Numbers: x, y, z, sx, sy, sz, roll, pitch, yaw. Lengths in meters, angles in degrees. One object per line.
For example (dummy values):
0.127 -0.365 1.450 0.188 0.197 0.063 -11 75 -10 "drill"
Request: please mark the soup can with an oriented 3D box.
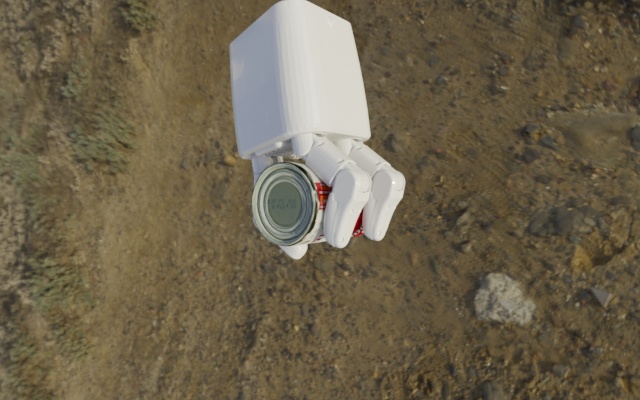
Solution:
0.000 0.002 0.407 0.068 0.068 0.102 0 2 36 "soup can"
